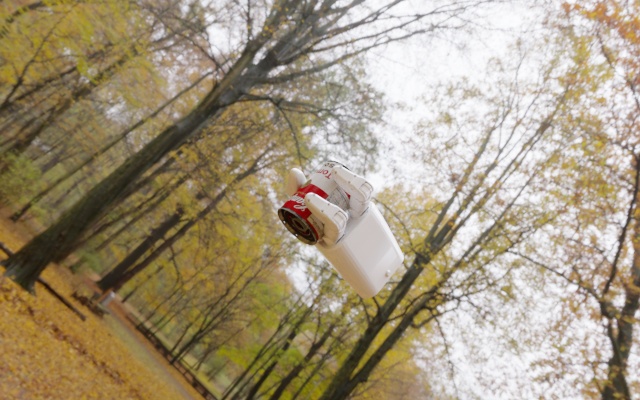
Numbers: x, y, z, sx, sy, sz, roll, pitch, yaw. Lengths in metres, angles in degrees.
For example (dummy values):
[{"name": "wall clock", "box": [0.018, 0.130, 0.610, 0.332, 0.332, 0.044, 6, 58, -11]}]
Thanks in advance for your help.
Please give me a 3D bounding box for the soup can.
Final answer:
[{"name": "soup can", "box": [0.000, 0.002, 0.652, 0.102, 0.068, 0.068, -46, 22, -23]}]
